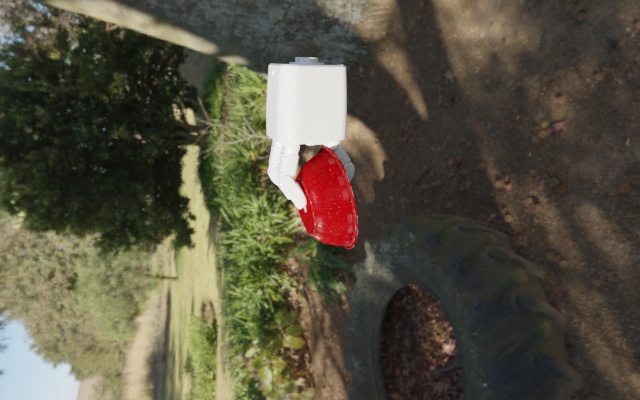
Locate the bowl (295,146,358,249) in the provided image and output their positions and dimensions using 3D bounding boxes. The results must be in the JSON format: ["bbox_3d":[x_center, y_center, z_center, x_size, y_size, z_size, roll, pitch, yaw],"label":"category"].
[{"bbox_3d":[0.000,0.004,0.725,0.055,0.162,0.162,-15,4,-16],"label":"bowl"}]
